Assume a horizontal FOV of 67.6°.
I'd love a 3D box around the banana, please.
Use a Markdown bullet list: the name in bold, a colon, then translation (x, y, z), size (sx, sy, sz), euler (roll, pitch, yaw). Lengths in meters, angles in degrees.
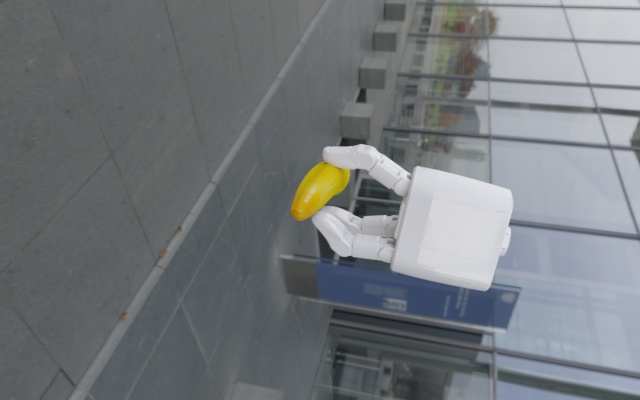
- **banana**: translation (0.007, -0.016, 0.557), size (0.037, 0.069, 0.198), euler (20, 6, 8)
